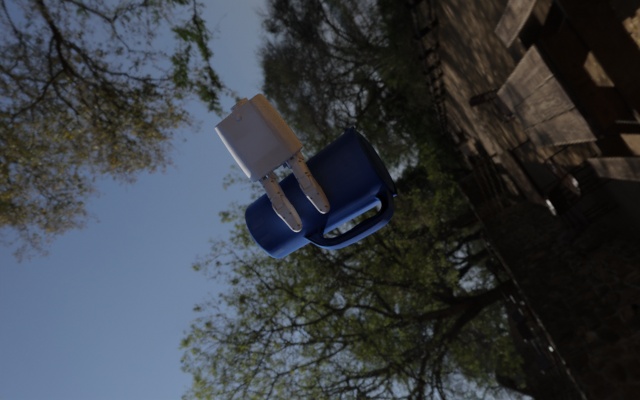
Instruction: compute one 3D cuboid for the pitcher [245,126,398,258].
[{"bbox_3d":[0.000,0.002,0.793,0.243,0.145,0.149,-33,13,15],"label":"pitcher"}]
